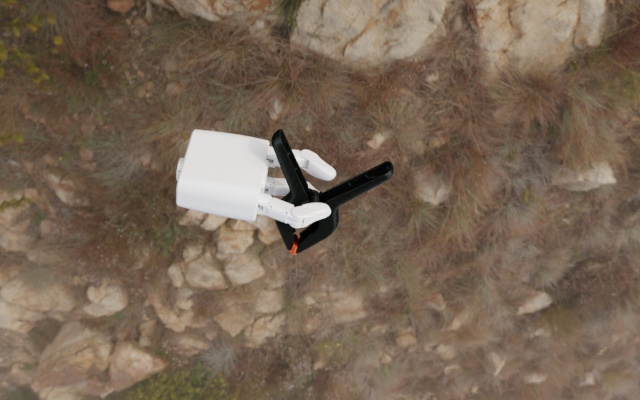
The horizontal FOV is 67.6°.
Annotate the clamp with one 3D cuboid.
[{"bbox_3d":[0.000,0.003,0.672,0.164,0.210,0.036,11,42,-6],"label":"clamp"}]
